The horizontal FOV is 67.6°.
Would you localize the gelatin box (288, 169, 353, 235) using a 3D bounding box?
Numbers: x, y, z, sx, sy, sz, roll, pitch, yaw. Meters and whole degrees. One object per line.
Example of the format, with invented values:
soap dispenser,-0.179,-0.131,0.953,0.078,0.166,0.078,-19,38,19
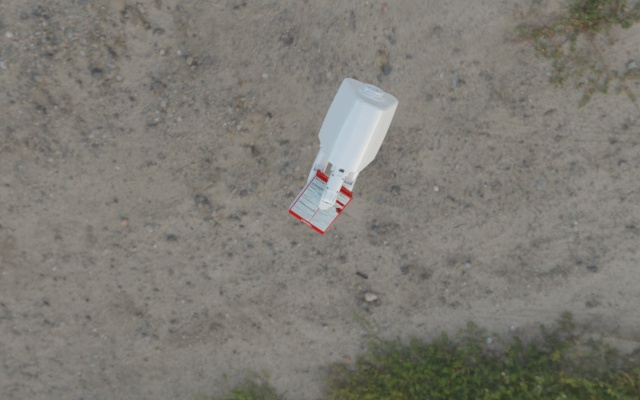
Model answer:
gelatin box,0.000,0.003,0.801,0.073,0.089,0.030,34,22,-10
